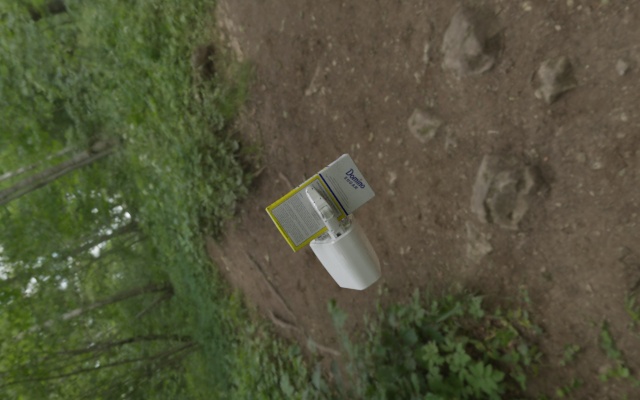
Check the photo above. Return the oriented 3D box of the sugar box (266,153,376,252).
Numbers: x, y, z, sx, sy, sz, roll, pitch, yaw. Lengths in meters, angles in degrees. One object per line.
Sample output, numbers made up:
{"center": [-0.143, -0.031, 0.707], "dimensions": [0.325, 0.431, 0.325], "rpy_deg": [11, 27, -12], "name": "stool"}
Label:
{"center": [0.000, 0.003, 0.850], "dimensions": [0.176, 0.093, 0.048], "rpy_deg": [-34, 7, -7], "name": "sugar box"}
